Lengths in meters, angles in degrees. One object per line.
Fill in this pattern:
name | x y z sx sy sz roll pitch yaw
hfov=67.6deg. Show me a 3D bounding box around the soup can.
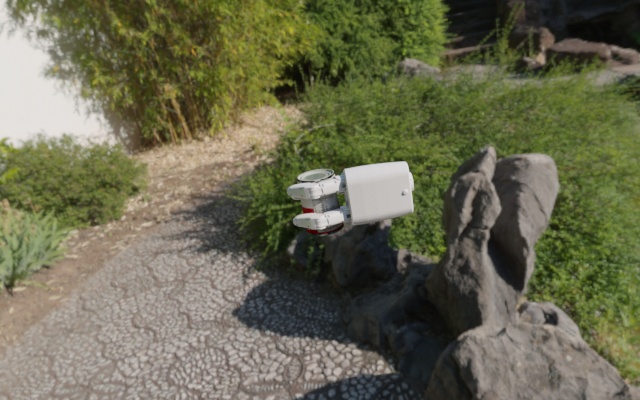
soup can | 0.000 0.003 0.837 0.068 0.102 0.068 -9 19 3
